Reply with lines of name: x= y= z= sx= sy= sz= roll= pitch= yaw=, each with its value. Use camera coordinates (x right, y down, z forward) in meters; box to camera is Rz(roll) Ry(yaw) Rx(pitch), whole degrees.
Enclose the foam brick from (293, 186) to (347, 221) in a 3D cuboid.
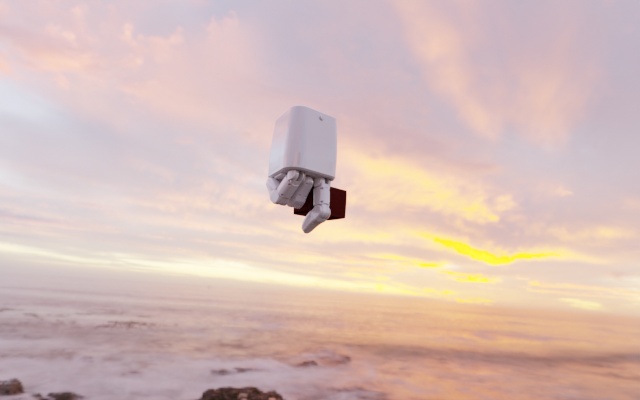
foam brick: x=0.000 y=0.003 z=0.822 sx=0.078 sy=0.051 sz=0.053 roll=13 pitch=-14 yaw=-40
